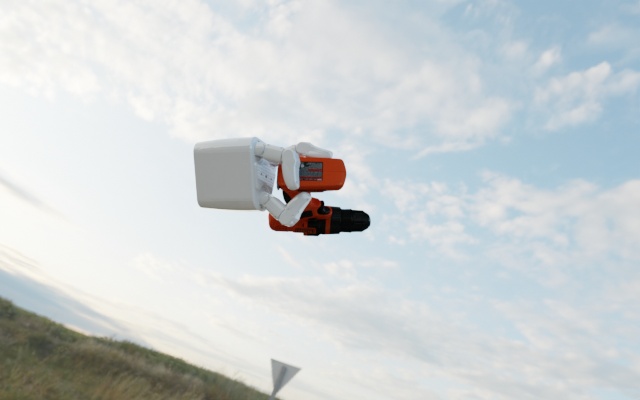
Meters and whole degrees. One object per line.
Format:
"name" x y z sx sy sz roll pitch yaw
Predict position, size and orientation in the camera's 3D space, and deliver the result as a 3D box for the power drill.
"power drill" 0.000 0.002 0.799 0.184 0.057 0.188 0 -31 -2
